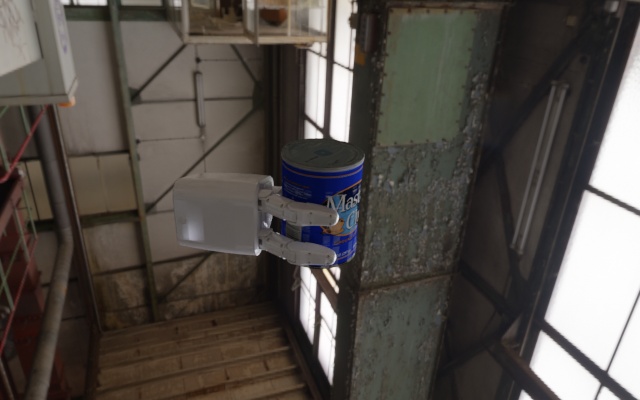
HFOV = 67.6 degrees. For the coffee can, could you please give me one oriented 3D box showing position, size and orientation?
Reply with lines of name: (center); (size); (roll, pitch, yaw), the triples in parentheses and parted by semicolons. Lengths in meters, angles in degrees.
coffee can: (0.000, 0.002, 0.617); (0.103, 0.140, 0.102); (2, 26, -1)
